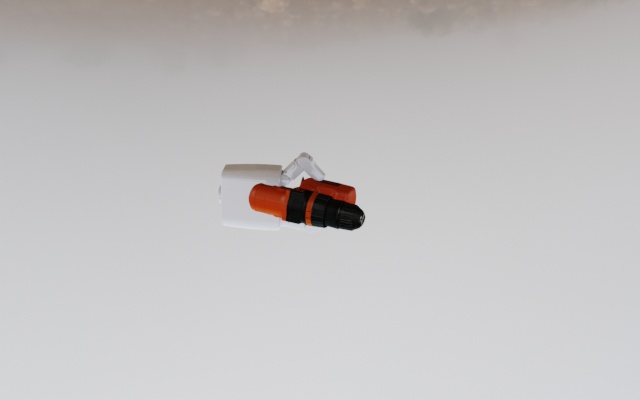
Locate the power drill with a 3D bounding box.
[{"bbox_3d":[0.000,0.003,0.784,0.184,0.057,0.187,14,9,17],"label":"power drill"}]
